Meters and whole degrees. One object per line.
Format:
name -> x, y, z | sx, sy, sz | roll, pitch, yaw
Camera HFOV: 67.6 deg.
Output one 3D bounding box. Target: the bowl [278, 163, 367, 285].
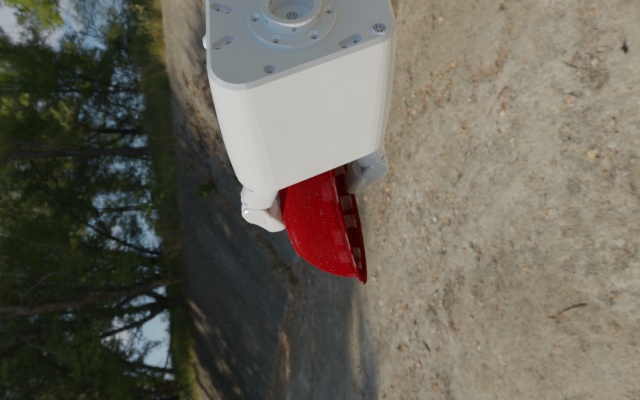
bowl -> 0.000, 0.002, 0.440 | 0.055, 0.162, 0.162 | -13, -2, 9
